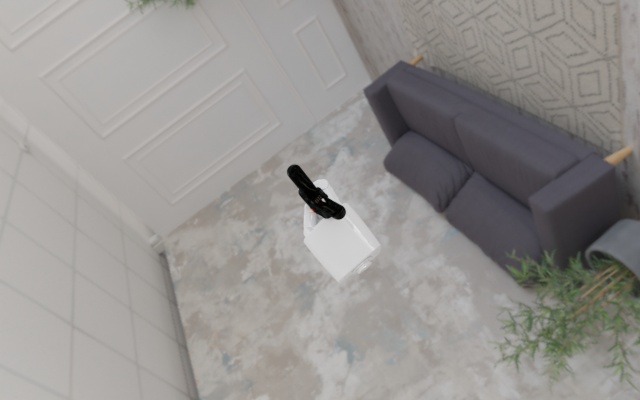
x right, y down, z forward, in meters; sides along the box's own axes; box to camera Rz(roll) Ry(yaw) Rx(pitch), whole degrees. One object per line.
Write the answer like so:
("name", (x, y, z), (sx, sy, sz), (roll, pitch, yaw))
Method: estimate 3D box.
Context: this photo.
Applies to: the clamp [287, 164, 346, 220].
("clamp", (0.000, 0.003, 0.834), (0.039, 0.120, 0.171), (-42, -15, -3))
